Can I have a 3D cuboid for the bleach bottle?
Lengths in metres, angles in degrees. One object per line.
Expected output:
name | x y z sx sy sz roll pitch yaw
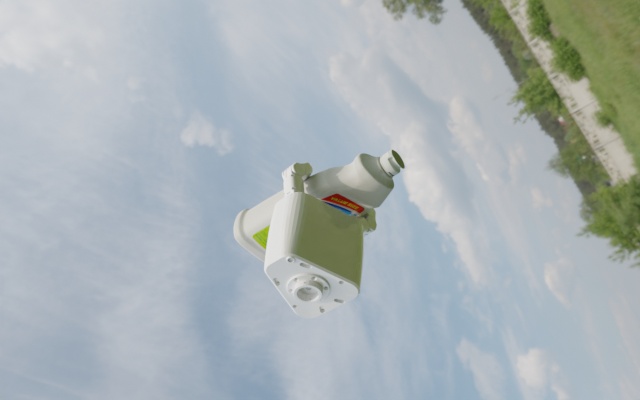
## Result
bleach bottle | 0.000 0.002 0.663 0.251 0.068 0.103 -33 -59 27
